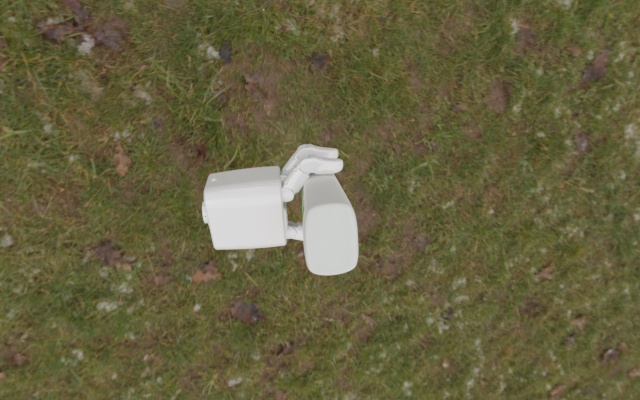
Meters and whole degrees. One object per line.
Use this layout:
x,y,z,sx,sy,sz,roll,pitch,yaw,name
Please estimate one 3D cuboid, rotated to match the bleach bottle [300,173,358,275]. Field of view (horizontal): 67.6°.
0.000,0.002,0.697,0.068,0.103,0.250,-5,22,-5,bleach bottle
